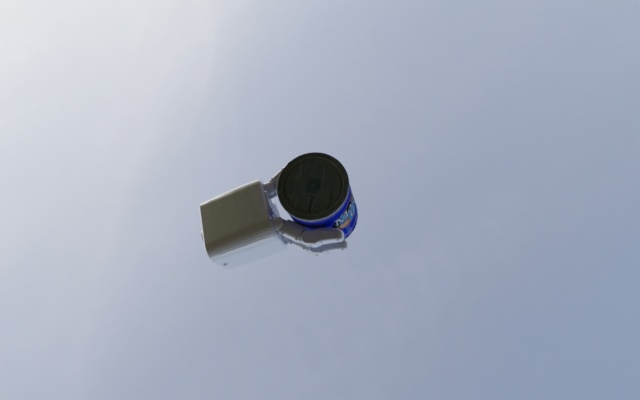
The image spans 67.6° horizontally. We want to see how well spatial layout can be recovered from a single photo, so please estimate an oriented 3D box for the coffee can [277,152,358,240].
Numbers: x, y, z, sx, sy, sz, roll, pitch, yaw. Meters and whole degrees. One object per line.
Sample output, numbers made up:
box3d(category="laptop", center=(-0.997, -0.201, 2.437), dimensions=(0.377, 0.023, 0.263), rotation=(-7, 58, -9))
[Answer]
box3d(category="coffee can", center=(0.000, 0.002, 0.727), dimensions=(0.103, 0.102, 0.140), rotation=(0, -20, 10))
